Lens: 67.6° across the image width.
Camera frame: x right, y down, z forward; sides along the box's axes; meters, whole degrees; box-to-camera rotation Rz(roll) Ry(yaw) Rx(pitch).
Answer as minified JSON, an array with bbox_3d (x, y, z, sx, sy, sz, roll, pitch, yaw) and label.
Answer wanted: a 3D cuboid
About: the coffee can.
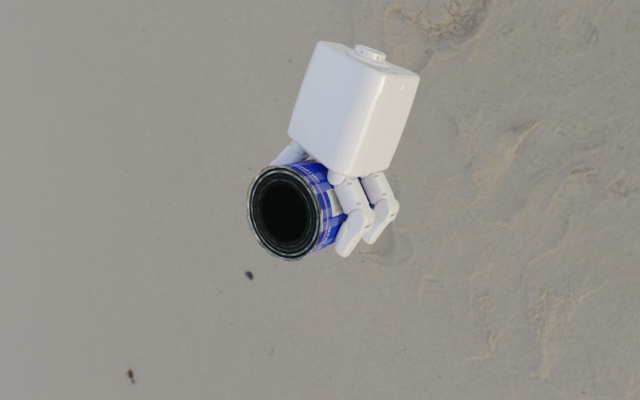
[{"bbox_3d":[0.000,0.002,0.548,0.103,0.103,0.140,0,10,36],"label":"coffee can"}]
